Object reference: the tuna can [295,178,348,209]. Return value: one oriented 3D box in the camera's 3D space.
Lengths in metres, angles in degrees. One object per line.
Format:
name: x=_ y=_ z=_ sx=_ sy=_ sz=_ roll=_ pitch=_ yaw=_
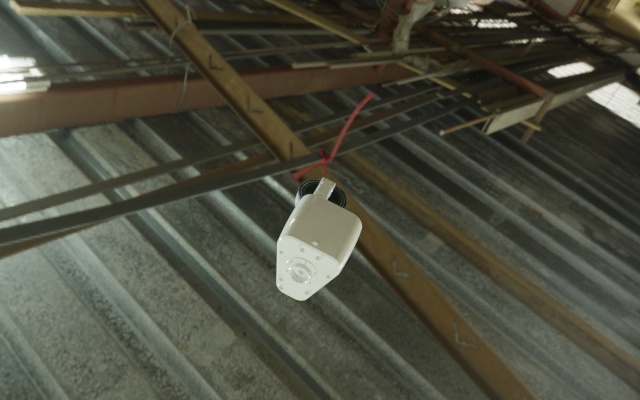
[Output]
tuna can: x=0.000 y=0.003 z=0.806 sx=0.086 sy=0.034 sz=0.086 roll=12 pitch=40 yaw=-11
